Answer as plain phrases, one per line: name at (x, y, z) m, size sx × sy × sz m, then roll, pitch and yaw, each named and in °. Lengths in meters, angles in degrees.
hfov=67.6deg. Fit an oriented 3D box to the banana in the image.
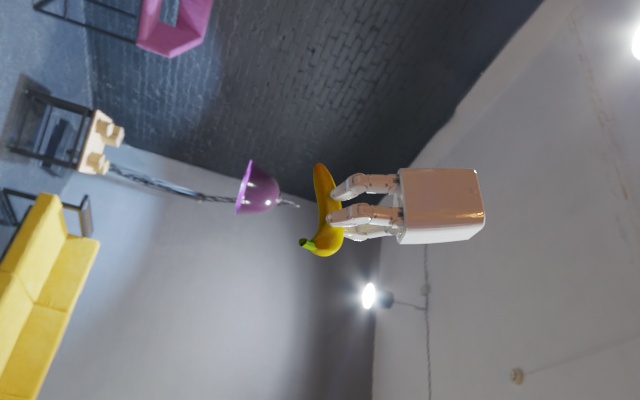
banana at (0.008, 0.018, 0.684) m, size 0.037 × 0.070 × 0.197 m, roll -21°, pitch 30°, yaw 17°
